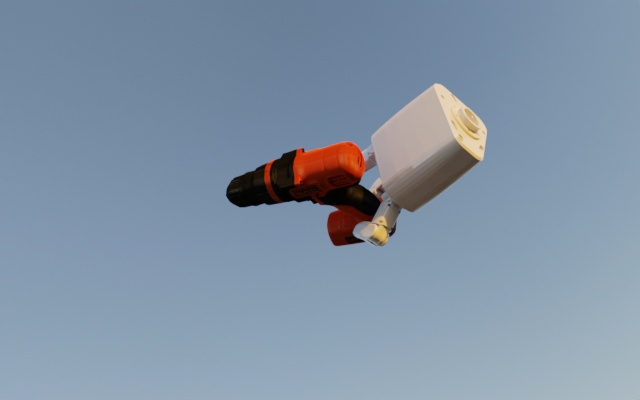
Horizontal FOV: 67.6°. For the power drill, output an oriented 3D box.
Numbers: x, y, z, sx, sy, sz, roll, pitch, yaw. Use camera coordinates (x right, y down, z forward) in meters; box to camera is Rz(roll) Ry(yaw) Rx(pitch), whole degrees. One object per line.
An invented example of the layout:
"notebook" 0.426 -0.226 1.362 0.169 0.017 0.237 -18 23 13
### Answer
"power drill" 0.001 0.002 0.606 0.184 0.057 0.188 -12 -28 30
